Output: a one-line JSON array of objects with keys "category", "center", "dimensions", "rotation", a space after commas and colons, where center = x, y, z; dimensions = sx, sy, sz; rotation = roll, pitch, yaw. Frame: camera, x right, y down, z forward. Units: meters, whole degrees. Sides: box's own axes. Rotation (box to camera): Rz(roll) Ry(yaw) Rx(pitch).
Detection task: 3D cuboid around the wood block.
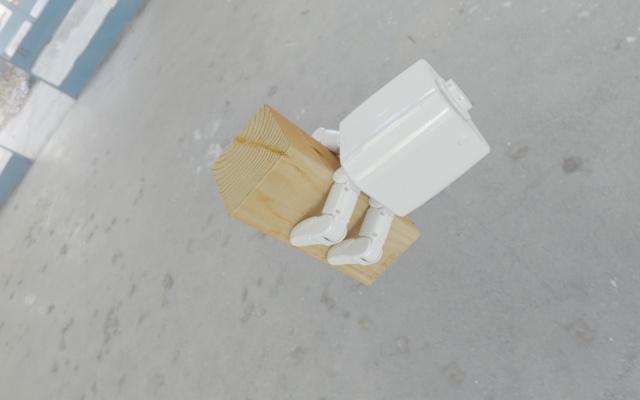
[{"category": "wood block", "center": [0.000, 0.001, 0.510], "dimensions": [0.206, 0.090, 0.090], "rotation": [32, 17, -38]}]
